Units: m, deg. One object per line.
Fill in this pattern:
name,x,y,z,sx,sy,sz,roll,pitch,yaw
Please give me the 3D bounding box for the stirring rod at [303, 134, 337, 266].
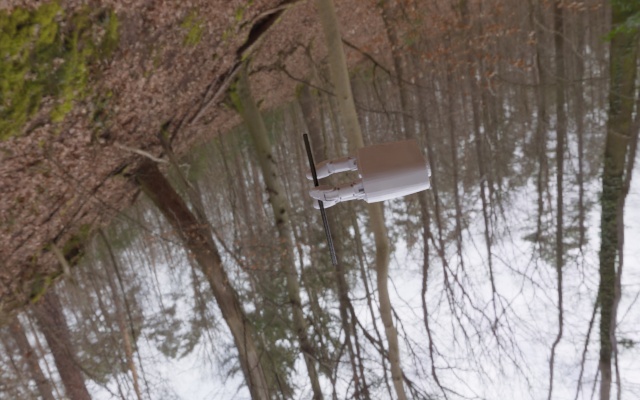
stirring rod,0.000,0.003,0.824,0.011,0.239,0.011,-12,16,4
